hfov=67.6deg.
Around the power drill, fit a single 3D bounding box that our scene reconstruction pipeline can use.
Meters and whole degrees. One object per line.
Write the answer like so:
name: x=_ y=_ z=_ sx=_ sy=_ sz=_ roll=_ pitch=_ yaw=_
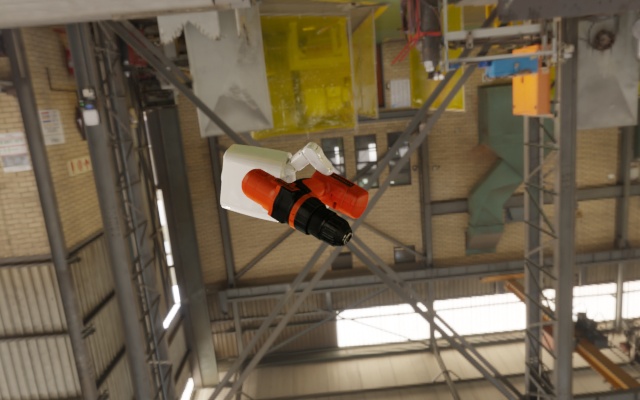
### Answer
power drill: x=0.000 y=0.002 z=0.721 sx=0.184 sy=0.057 sz=0.187 roll=31 pitch=19 yaw=24
